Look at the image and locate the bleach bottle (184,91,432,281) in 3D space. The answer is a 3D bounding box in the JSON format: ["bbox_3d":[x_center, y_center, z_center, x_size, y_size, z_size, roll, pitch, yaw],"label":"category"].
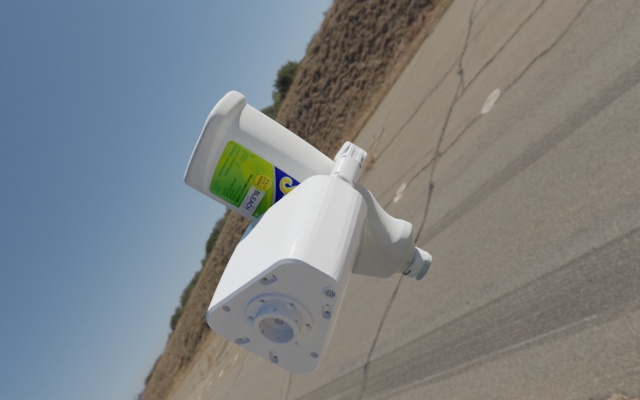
[{"bbox_3d":[0.000,0.002,0.465,0.251,0.103,0.068,29,35,-6],"label":"bleach bottle"}]
